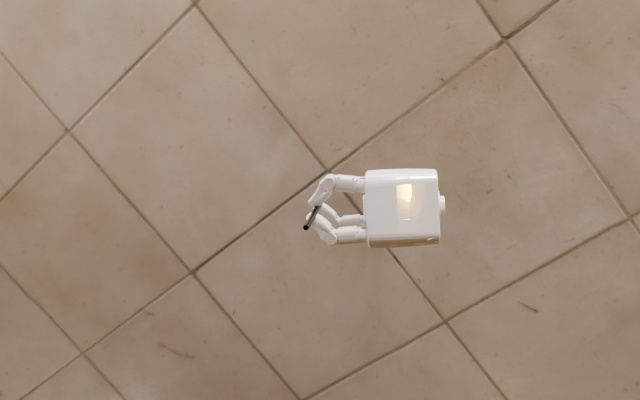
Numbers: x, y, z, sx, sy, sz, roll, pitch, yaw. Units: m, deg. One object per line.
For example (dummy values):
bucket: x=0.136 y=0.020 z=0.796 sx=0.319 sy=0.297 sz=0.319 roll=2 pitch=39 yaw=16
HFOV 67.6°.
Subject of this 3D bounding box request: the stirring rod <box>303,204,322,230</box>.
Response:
stirring rod: x=0.000 y=0.002 z=0.768 sx=0.011 sy=0.011 sz=0.239 roll=0 pitch=17 yaw=10
